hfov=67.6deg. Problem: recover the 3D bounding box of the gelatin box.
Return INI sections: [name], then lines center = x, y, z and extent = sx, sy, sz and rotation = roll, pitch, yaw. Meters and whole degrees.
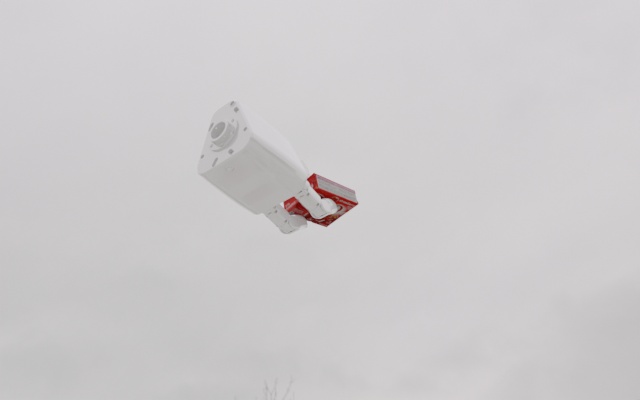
[gelatin box]
center = 0.000, 0.002, 0.717
extent = 0.089, 0.030, 0.073
rotation = 21, -46, -39
